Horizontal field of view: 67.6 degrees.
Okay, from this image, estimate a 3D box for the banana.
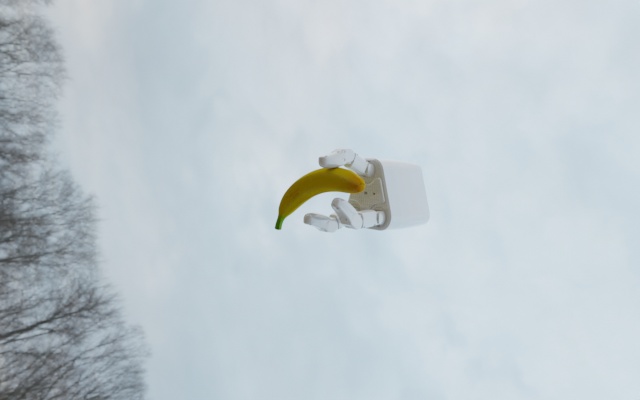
[{"bbox_3d":[-0.005,-0.014,0.731,0.037,0.069,0.198,5,-23,-41],"label":"banana"}]
